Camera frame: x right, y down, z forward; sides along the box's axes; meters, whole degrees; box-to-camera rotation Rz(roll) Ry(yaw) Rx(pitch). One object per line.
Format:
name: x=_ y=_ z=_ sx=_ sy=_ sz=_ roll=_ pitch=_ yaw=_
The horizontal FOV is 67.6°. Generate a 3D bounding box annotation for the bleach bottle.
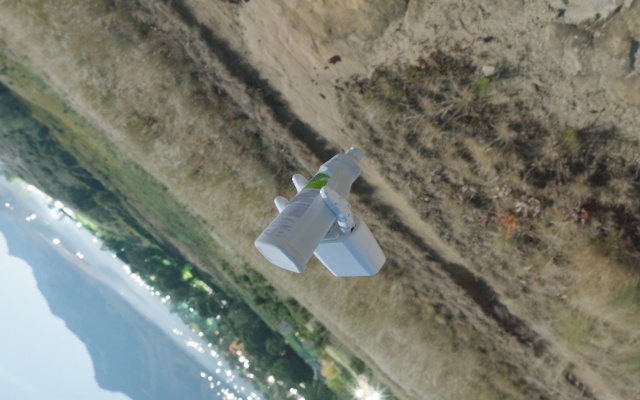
bleach bottle: x=0.000 y=0.003 z=0.818 sx=0.102 sy=0.250 sz=0.068 roll=8 pitch=-37 yaw=50
